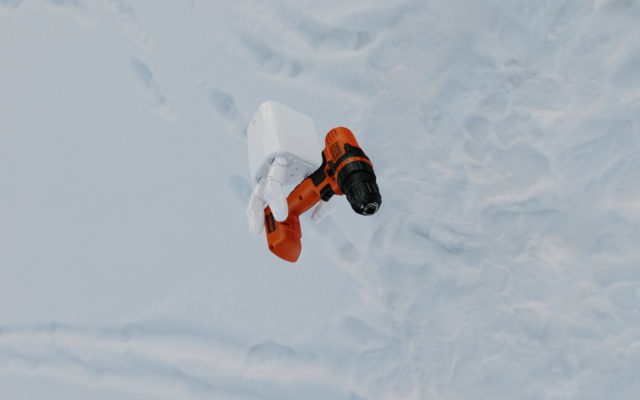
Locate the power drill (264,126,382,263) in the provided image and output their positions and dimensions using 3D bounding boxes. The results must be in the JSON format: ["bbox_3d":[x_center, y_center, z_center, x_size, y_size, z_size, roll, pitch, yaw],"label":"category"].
[{"bbox_3d":[0.000,0.002,0.678,0.057,0.188,0.184,34,24,-30],"label":"power drill"}]
